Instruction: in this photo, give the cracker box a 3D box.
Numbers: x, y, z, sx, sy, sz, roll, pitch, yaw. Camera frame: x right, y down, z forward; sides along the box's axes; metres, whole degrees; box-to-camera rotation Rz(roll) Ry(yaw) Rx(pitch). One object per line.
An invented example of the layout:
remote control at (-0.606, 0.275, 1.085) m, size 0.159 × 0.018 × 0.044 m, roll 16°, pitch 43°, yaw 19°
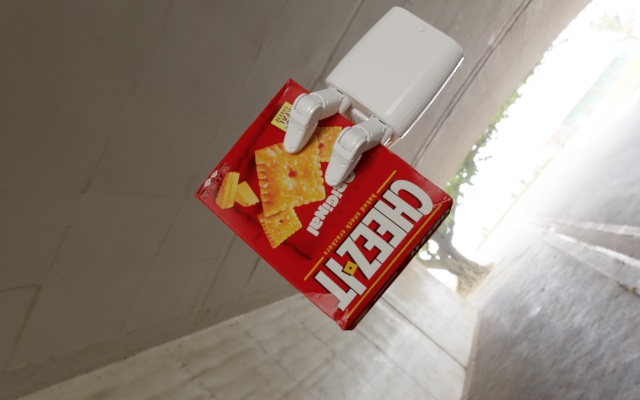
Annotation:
cracker box at (0.000, 0.002, 0.495) m, size 0.213 × 0.164 × 0.072 m, roll 39°, pitch -2°, yaw 17°
